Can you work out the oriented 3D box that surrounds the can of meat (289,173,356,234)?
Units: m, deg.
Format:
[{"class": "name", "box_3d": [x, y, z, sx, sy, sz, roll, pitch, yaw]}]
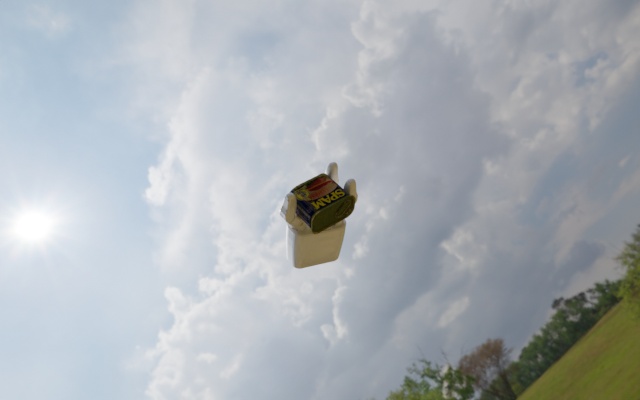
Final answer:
[{"class": "can of meat", "box_3d": [0.000, 0.003, 0.898, 0.102, 0.057, 0.084, -27, 52, -26]}]
